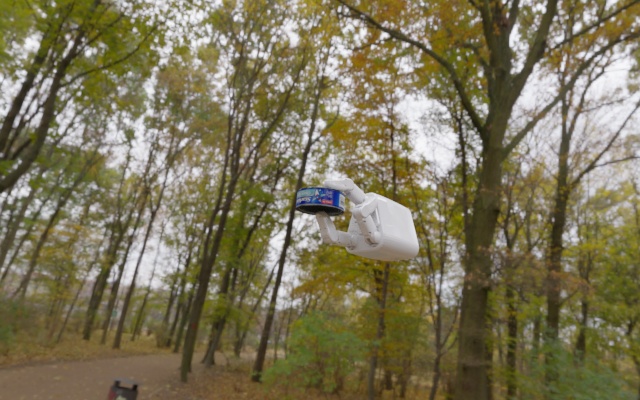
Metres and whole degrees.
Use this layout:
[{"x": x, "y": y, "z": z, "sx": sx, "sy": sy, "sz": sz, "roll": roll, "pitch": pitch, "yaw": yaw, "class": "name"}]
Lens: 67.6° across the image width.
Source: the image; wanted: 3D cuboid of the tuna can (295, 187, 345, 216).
[{"x": 0.000, "y": 0.002, "z": 0.838, "sx": 0.086, "sy": 0.033, "sz": 0.086, "roll": 4, "pitch": -13, "yaw": 1, "class": "tuna can"}]
